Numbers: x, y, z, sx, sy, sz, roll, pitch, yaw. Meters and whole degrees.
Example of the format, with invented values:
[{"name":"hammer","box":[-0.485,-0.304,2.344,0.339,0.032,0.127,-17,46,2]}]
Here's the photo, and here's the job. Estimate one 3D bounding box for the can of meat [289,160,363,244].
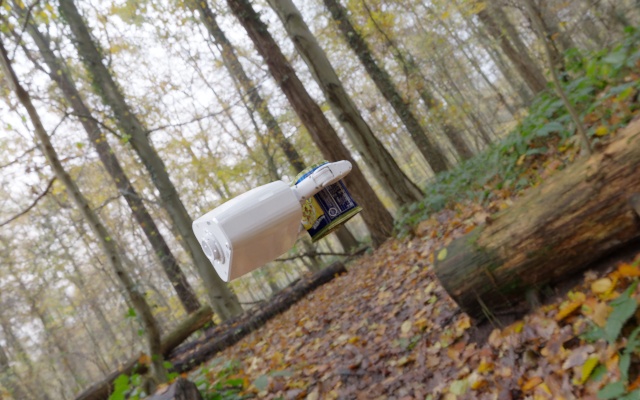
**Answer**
[{"name":"can of meat","box":[0.000,0.002,0.660,0.057,0.084,0.102,-29,-7,-27]}]
